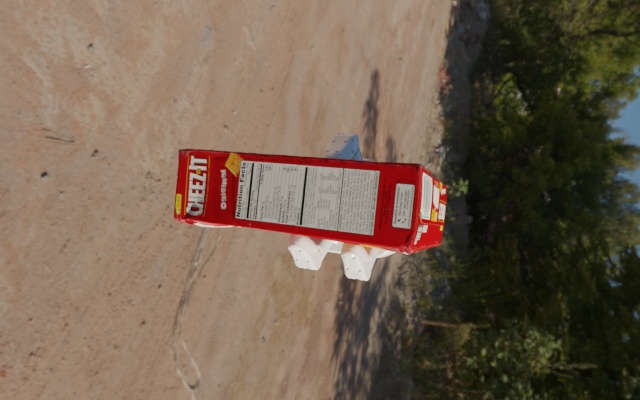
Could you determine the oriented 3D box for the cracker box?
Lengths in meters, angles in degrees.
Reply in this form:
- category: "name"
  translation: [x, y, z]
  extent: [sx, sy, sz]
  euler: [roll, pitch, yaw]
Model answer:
- category: "cracker box"
  translation: [0.000, 0.001, 0.451]
  extent: [0.213, 0.072, 0.164]
  euler: [5, -1, 21]
